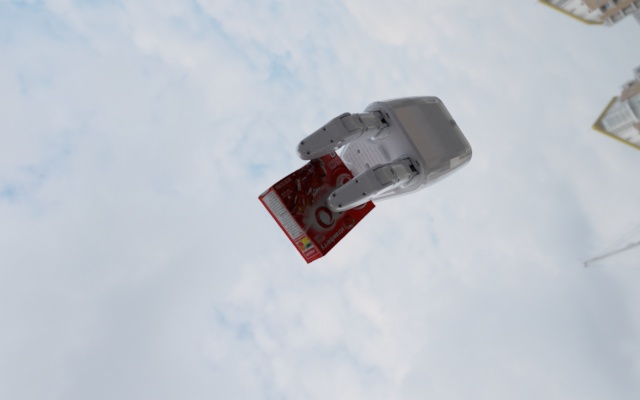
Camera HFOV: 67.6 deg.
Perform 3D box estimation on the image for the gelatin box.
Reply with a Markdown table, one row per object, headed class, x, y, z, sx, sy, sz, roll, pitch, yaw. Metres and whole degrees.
| class | x | y | z | sx | sy | sz | roll | pitch | yaw |
| --- | --- | --- | --- | --- | --- | --- | --- | --- | --- |
| gelatin box | 0.000 | 0.002 | 0.427 | 0.089 | 0.073 | 0.030 | -38 | 3 | -42 |
